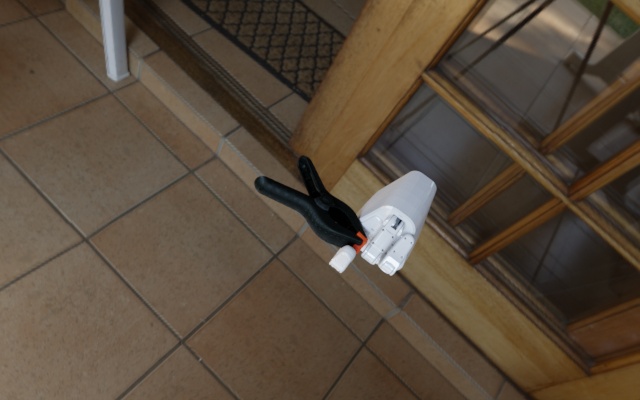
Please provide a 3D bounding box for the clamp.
[{"bbox_3d":[0.000,0.002,0.678,0.120,0.171,0.039,-48,-3,-47],"label":"clamp"}]
